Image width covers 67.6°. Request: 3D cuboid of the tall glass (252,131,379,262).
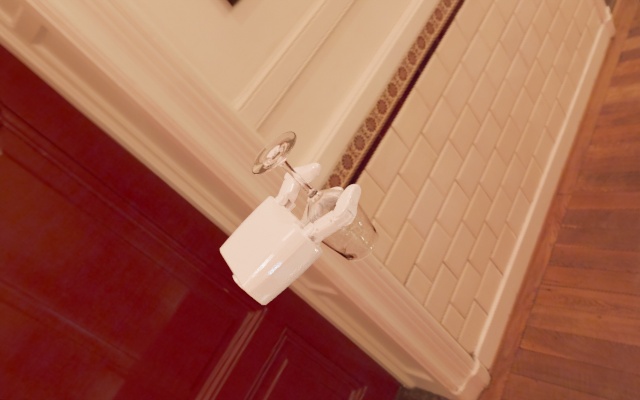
[{"bbox_3d":[0.000,0.002,0.655,0.079,0.079,0.201,0,-39,52],"label":"tall glass"}]
